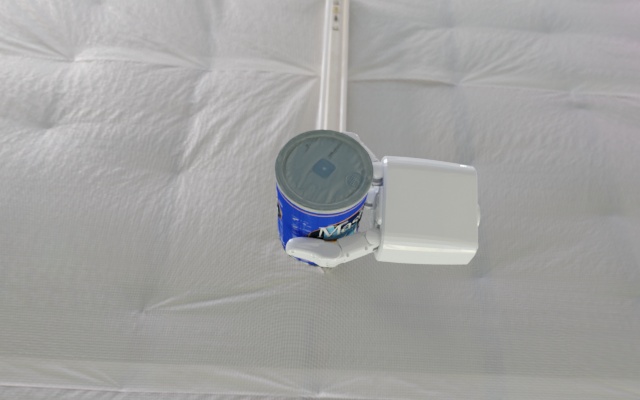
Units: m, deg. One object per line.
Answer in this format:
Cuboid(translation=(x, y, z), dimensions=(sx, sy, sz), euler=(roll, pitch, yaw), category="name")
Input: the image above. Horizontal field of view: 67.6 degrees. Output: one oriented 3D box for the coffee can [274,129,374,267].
Cuboid(translation=(0.000, 0.002, 0.552), dimensions=(0.103, 0.102, 0.140), euler=(0, -31, -4), category="coffee can")
